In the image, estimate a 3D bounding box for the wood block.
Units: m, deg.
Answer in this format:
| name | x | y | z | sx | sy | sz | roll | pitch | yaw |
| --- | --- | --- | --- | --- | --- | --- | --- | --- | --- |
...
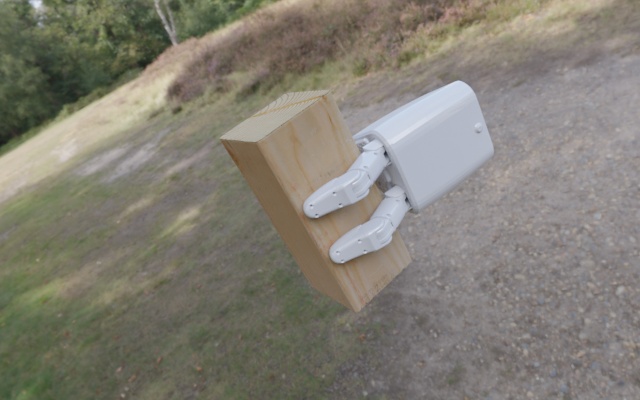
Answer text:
| name | x | y | z | sx | sy | sz | roll | pitch | yaw |
| --- | --- | --- | --- | --- | --- | --- | --- | --- | --- |
| wood block | 0.000 | 0.001 | 0.491 | 0.090 | 0.206 | 0.091 | -39 | 27 | -20 |
